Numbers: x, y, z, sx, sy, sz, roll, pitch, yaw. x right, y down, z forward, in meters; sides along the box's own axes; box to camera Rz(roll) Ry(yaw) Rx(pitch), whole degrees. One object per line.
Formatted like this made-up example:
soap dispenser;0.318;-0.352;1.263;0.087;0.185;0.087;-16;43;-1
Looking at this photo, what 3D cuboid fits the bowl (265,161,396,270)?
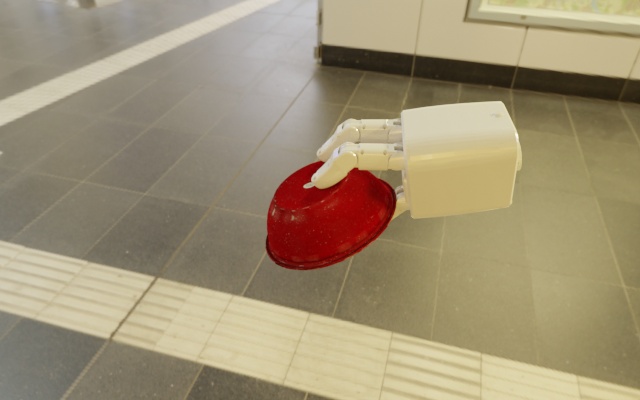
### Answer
bowl;-0.001;0.002;0.535;0.162;0.055;0.162;-20;31;13
